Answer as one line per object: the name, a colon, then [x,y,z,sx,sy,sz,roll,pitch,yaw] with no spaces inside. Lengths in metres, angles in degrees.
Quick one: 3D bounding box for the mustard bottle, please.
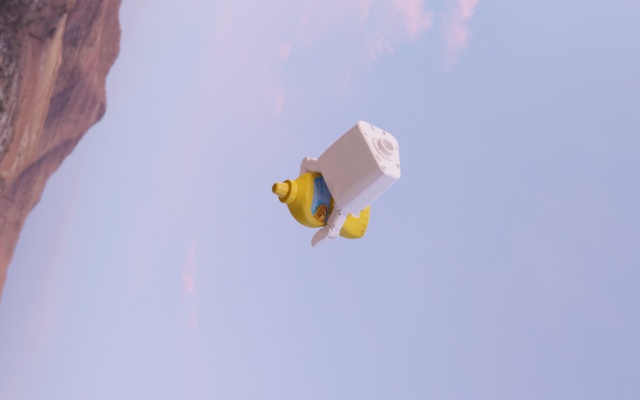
mustard bottle: [0.000,0.003,0.828,0.192,0.096,0.058,18,-19,-36]
